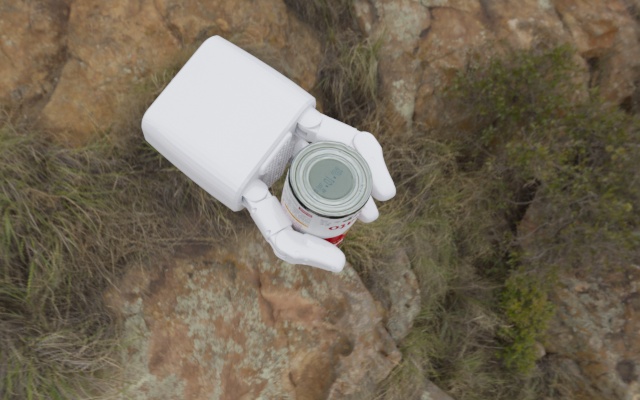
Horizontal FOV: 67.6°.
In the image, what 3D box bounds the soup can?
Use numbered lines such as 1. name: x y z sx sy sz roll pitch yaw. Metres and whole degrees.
1. soup can: 0.000 0.002 0.408 0.068 0.068 0.102 0 -23 -11
